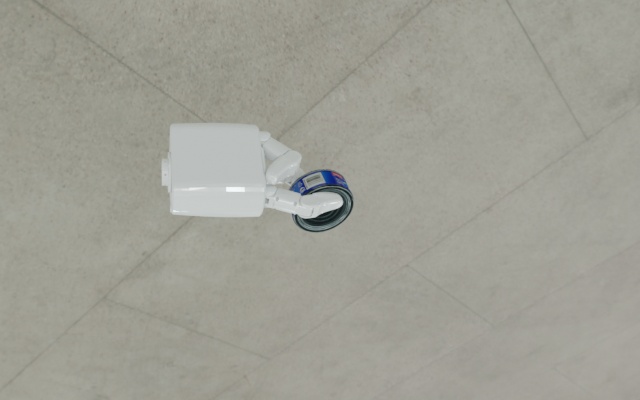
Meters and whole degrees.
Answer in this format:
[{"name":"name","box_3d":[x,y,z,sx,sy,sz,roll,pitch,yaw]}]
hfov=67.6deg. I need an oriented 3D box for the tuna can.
[{"name":"tuna can","box_3d":[0.000,0.002,0.631,0.086,0.086,0.033,0,41,-23]}]
